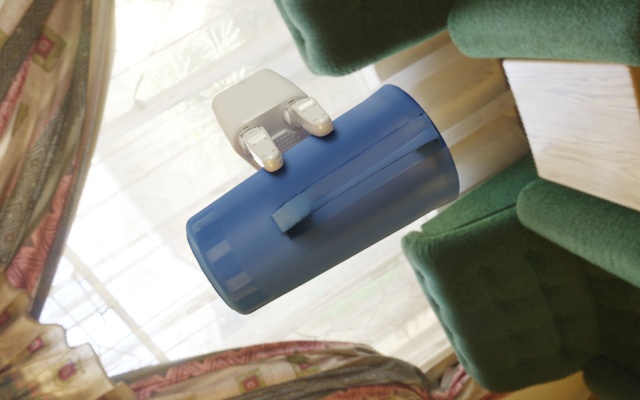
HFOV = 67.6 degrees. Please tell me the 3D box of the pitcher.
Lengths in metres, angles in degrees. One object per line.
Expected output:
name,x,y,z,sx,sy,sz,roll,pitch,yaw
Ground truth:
pitcher,0.000,0.001,0.452,0.243,0.149,0.145,-32,42,-6
